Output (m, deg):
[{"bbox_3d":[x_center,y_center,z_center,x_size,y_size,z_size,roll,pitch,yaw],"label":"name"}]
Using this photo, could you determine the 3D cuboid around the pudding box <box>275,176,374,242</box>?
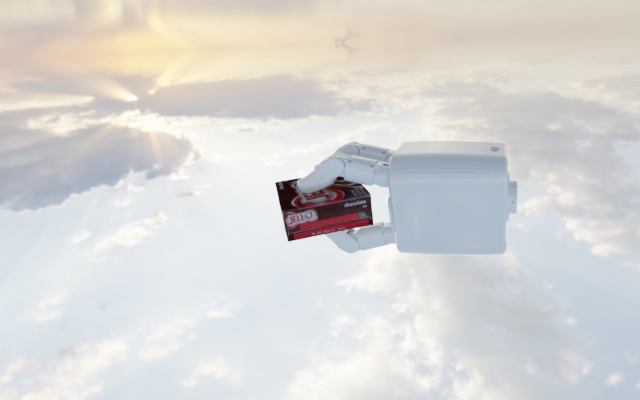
[{"bbox_3d":[0.000,0.002,0.517,0.090,0.039,0.113,-10,16,-6],"label":"pudding box"}]
